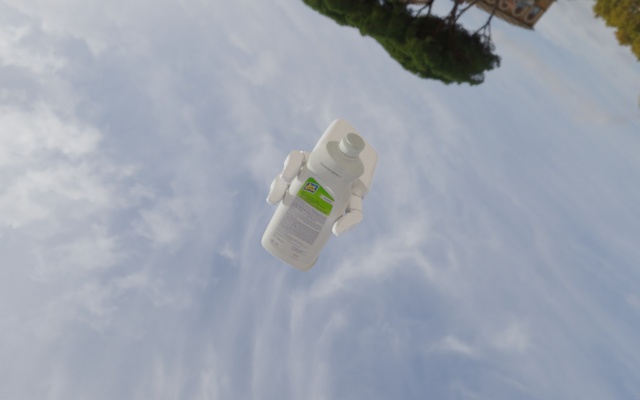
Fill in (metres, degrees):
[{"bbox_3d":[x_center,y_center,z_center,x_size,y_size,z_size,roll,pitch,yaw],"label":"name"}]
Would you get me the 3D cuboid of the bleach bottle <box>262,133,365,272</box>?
[{"bbox_3d":[0.000,0.002,0.718,0.102,0.251,0.068,31,41,-4],"label":"bleach bottle"}]
